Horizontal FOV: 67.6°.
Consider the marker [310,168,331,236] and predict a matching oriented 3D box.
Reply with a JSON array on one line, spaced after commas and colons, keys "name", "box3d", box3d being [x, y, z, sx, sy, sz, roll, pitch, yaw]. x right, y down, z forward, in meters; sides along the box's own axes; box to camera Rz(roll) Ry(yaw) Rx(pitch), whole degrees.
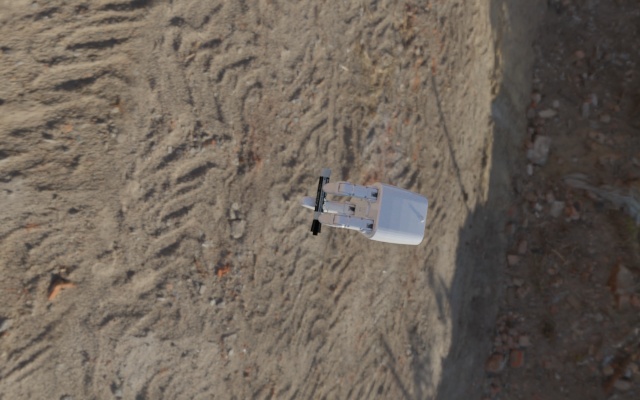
[{"name": "marker", "box3d": [0.000, 0.003, 0.852, 0.020, 0.121, 0.020, 9, -4, 1]}]
